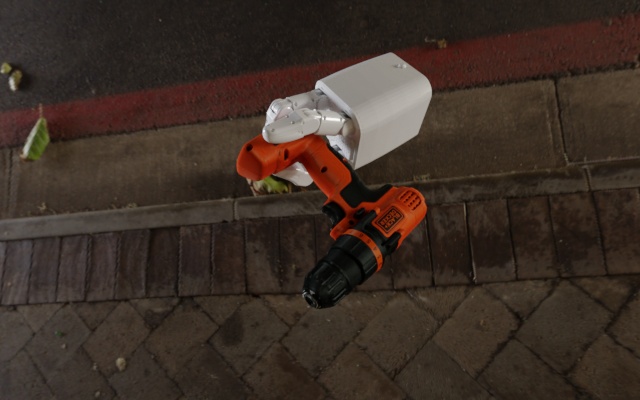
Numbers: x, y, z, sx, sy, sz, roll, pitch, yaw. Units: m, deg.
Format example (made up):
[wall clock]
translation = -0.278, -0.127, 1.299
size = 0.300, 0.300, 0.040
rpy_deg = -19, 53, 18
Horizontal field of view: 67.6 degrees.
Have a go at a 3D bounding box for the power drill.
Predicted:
[power drill]
translation = 0.000, 0.001, 0.509
size = 0.184, 0.187, 0.057
rpy_deg = -38, -13, -36
